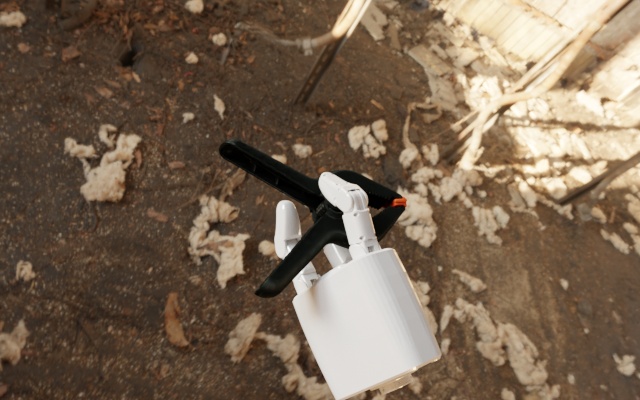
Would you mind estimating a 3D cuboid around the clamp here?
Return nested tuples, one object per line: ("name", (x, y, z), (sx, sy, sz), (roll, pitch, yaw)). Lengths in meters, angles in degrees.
("clamp", (0.001, 0.001, 0.495), (0.210, 0.164, 0.036), (-9, -24, -36))
